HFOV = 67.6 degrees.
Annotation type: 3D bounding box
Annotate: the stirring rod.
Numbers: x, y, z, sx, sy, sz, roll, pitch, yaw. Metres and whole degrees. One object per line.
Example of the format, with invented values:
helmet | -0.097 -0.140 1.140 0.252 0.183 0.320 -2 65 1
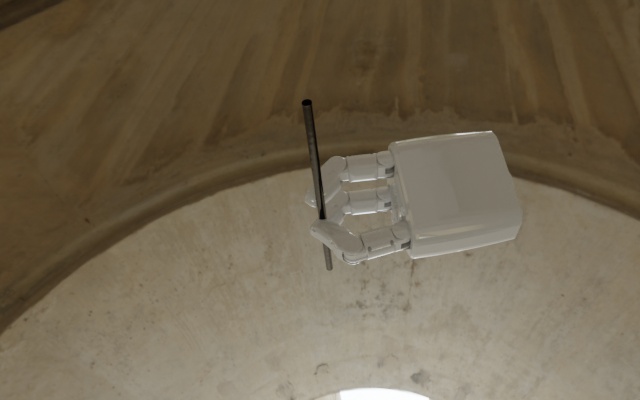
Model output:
stirring rod | 0.000 0.001 0.454 0.011 0.011 0.240 0 -39 6
